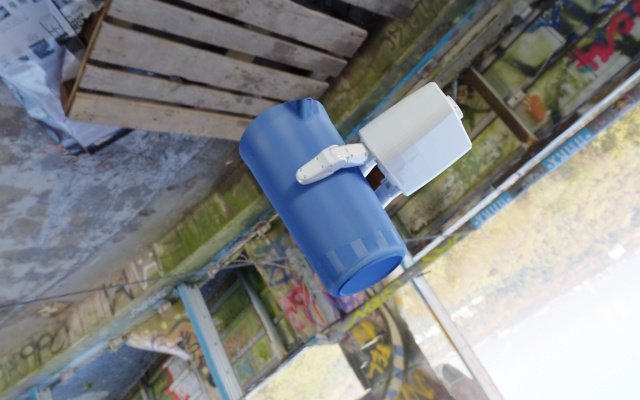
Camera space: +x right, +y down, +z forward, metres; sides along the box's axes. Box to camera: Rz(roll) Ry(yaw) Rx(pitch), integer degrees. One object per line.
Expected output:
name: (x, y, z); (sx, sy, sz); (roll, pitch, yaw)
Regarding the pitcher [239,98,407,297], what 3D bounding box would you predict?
pitcher: (0.000, 0.002, 0.621); (0.145, 0.242, 0.149); (-35, -25, 9)
